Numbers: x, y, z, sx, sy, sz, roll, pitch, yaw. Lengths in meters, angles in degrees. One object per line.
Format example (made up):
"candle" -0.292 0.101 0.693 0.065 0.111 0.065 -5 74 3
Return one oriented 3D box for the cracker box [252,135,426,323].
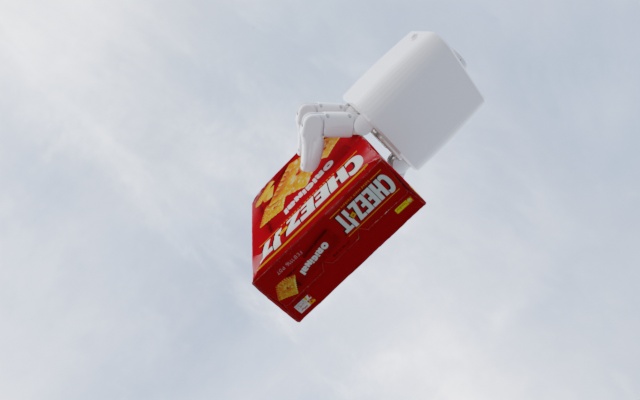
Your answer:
"cracker box" 0.000 0.002 0.517 0.072 0.164 0.213 42 10 -19
